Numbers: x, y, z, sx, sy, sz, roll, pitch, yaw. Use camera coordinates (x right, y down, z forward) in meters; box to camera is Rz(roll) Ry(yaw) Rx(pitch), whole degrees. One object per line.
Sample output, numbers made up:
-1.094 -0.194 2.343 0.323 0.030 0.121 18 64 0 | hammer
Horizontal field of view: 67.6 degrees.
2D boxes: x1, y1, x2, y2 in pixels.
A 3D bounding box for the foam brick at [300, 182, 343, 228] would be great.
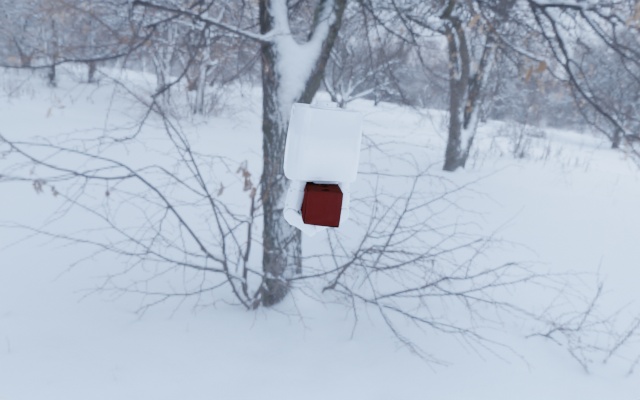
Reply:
0.000 0.002 0.706 0.053 0.051 0.078 6 15 -9 | foam brick
